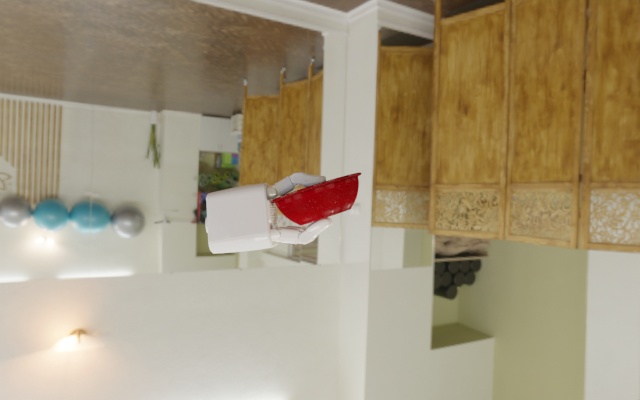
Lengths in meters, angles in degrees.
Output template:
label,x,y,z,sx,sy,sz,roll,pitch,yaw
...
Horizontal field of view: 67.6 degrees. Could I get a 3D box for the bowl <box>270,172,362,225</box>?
label,x,y,z,sx,sy,sz,roll,pitch,yaw
bowl,0.001,0.003,0.804,0.162,0.055,0.162,-18,-1,0
